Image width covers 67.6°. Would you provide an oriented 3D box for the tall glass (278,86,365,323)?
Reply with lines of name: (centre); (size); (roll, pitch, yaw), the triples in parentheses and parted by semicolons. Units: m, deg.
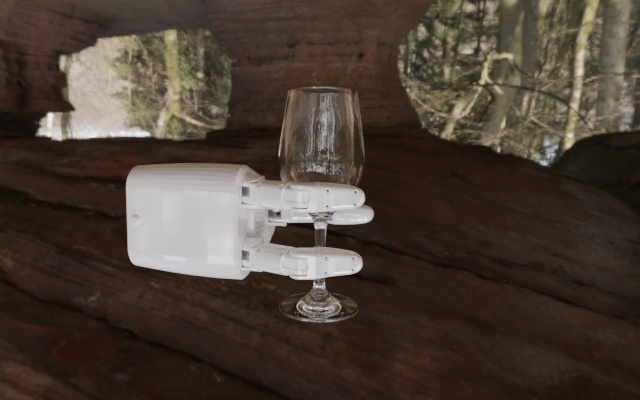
tall glass: (0.000, 0.002, 0.434); (0.079, 0.201, 0.079); (1, 8, 0)
